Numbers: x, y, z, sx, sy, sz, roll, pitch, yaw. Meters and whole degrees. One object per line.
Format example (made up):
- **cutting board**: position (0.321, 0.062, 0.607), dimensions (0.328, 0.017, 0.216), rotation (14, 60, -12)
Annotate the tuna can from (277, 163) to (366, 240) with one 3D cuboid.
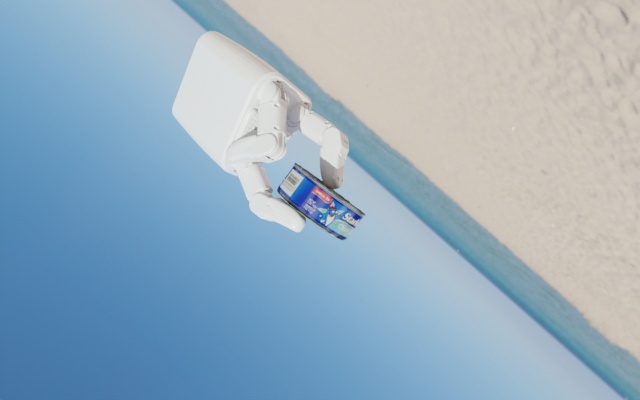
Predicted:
- **tuna can**: position (0.000, 0.002, 0.467), dimensions (0.086, 0.034, 0.086), rotation (36, 3, -3)
